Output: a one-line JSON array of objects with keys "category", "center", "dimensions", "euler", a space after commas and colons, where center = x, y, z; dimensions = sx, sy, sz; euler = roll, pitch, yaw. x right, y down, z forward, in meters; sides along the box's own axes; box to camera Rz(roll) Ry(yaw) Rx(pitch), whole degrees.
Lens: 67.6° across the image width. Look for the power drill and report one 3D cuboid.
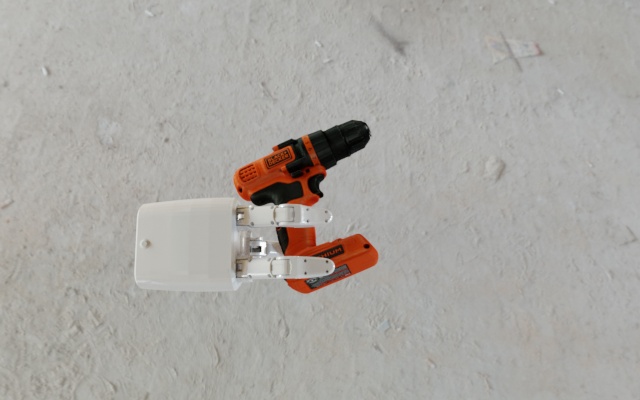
[{"category": "power drill", "center": [0.000, 0.002, 0.571], "dimensions": [0.184, 0.187, 0.057], "euler": [-25, -31, 4]}]
